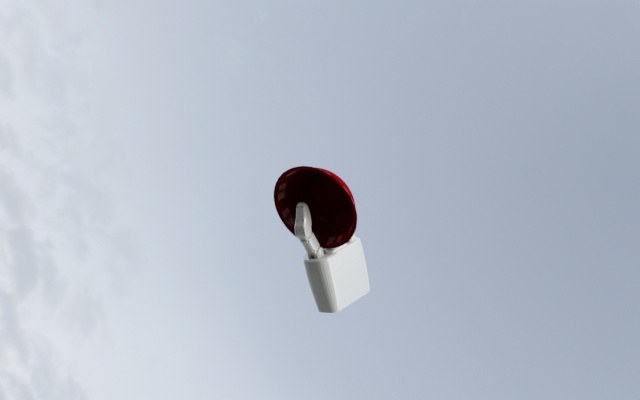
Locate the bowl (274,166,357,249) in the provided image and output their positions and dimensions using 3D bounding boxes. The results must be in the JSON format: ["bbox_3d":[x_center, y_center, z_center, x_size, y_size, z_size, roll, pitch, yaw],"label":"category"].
[{"bbox_3d":[0.000,0.001,0.830,0.162,0.162,0.055,0,29,32],"label":"bowl"}]
